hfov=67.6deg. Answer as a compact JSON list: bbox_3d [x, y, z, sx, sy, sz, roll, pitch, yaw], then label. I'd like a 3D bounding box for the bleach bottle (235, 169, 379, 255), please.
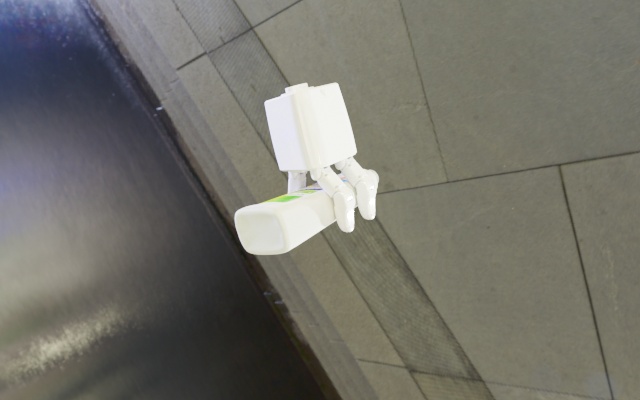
[{"bbox_3d":[0.000,0.002,0.709,0.102,0.068,0.250,-5,15,42],"label":"bleach bottle"}]
